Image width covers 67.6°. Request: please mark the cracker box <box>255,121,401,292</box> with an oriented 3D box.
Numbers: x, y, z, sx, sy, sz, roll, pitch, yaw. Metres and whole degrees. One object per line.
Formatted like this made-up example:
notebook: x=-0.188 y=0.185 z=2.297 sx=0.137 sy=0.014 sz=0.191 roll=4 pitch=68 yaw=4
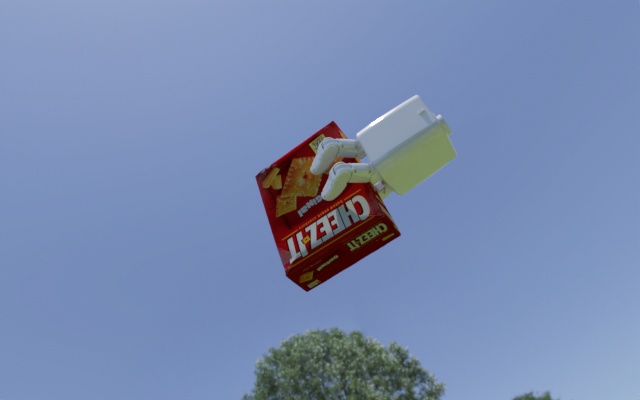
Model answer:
cracker box: x=0.000 y=0.002 z=0.726 sx=0.164 sy=0.213 sz=0.072 roll=-33 pitch=-42 yaw=12
